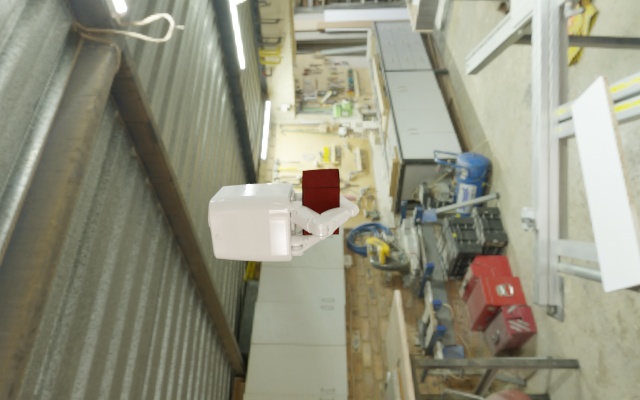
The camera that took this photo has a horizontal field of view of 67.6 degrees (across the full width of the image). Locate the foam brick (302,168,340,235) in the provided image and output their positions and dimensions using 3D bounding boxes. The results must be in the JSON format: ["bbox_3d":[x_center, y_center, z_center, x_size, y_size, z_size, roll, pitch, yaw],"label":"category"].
[{"bbox_3d":[0.000,0.002,0.651,0.051,0.078,0.053,0,31,0],"label":"foam brick"}]
